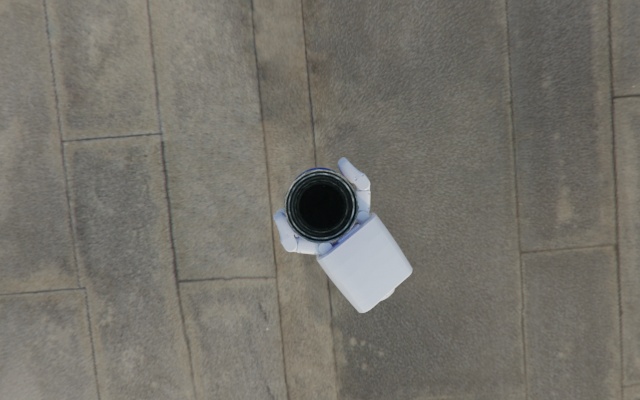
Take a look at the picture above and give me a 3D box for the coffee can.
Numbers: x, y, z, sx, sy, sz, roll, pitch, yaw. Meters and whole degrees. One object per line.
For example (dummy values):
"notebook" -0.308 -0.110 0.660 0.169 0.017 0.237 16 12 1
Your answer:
"coffee can" 0.000 0.002 0.716 0.103 0.103 0.140 0 5 -1
